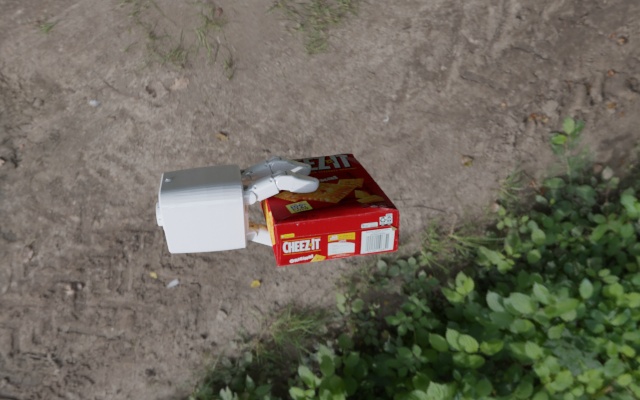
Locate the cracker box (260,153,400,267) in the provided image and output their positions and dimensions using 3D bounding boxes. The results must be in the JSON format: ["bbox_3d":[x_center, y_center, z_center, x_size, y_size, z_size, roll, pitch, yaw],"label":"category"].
[{"bbox_3d":[0.000,0.003,0.692,0.164,0.072,0.213,-6,27,-11],"label":"cracker box"}]
